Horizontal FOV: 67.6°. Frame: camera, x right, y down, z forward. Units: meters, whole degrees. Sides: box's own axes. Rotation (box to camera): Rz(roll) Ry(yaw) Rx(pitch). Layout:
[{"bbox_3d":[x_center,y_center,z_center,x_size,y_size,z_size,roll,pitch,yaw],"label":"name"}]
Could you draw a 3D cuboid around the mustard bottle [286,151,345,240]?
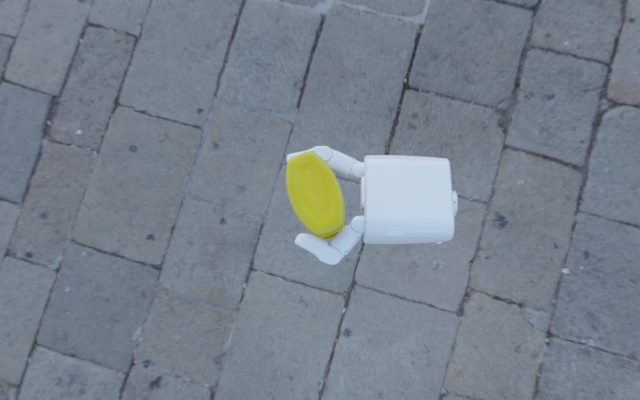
[{"bbox_3d":[0.000,0.002,0.612,0.058,0.096,0.191,-23,-8,1],"label":"mustard bottle"}]
